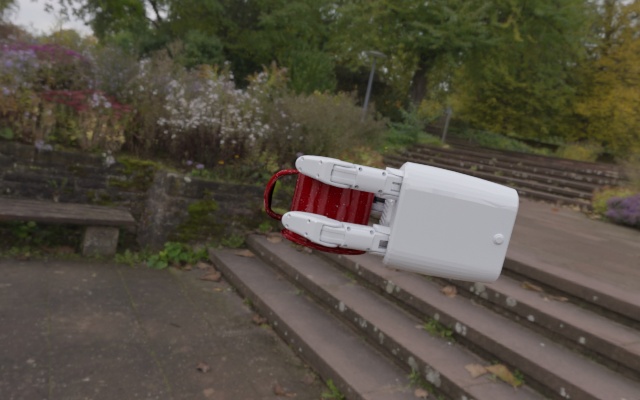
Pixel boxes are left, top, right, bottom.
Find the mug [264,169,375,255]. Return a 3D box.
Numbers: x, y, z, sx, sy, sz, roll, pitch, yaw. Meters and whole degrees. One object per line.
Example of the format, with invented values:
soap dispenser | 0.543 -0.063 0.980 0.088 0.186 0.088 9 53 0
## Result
mug | -0.001 0.001 0.497 0.117 0.081 0.093 12 7 -1
